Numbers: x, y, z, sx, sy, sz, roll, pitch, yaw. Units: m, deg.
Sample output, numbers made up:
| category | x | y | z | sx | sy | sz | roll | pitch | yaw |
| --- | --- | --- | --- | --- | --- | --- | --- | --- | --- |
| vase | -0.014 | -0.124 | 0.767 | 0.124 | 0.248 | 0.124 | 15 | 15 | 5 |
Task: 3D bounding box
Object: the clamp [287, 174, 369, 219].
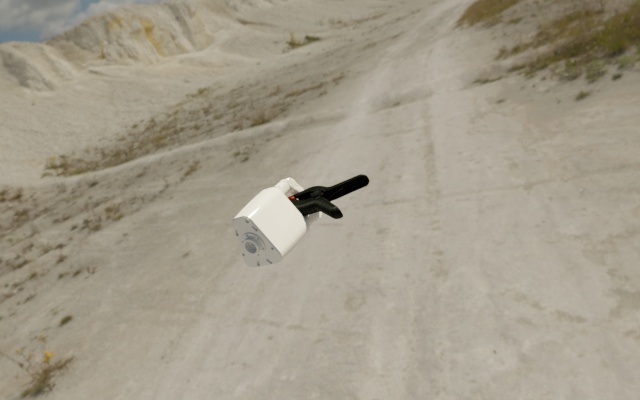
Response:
| category | x | y | z | sx | sy | sz | roll | pitch | yaw |
| --- | --- | --- | --- | --- | --- | --- | --- | --- | --- |
| clamp | 0.000 | 0.002 | 0.893 | 0.171 | 0.039 | 0.120 | -15 | 20 | 34 |
